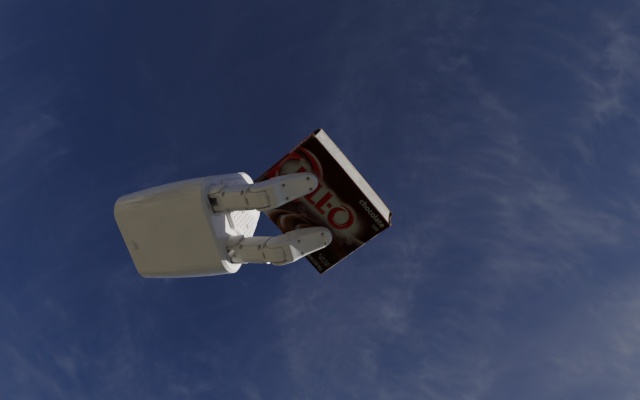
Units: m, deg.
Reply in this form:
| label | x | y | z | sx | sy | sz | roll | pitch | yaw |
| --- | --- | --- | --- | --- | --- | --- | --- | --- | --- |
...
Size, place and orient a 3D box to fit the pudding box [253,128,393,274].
| label | x | y | z | sx | sy | sz | roll | pitch | yaw |
| --- | --- | --- | --- | --- | --- | --- | --- | --- | --- |
| pudding box | 0.000 | 0.001 | 0.461 | 0.090 | 0.113 | 0.039 | -38 | 11 | 24 |
